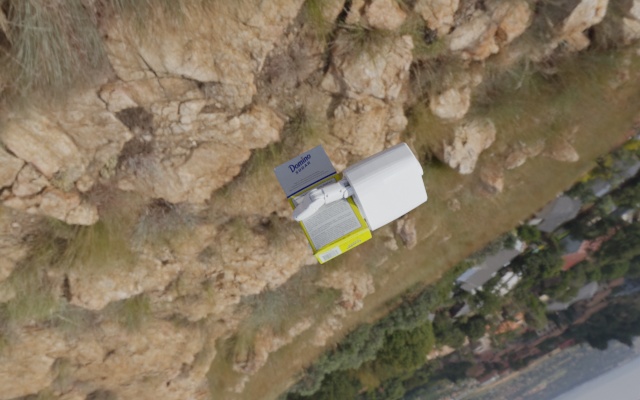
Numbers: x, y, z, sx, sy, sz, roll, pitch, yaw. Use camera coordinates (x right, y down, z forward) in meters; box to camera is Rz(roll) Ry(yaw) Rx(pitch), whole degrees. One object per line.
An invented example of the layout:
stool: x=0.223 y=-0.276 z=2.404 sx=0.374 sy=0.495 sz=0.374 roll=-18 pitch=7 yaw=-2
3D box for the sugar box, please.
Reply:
sugar box: x=0.000 y=0.003 z=0.767 sx=0.093 sy=0.176 sz=0.048 roll=-27 pitch=-31 yaw=0
